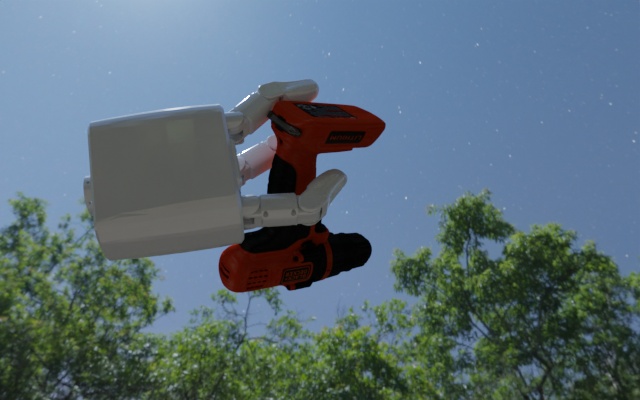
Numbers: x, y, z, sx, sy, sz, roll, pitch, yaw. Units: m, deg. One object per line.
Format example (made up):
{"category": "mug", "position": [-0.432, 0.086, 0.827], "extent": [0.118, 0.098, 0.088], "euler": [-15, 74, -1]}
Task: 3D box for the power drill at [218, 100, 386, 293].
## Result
{"category": "power drill", "position": [0.000, 0.001, 0.470], "extent": [0.184, 0.188, 0.057], "euler": [-5, 30, -40]}
